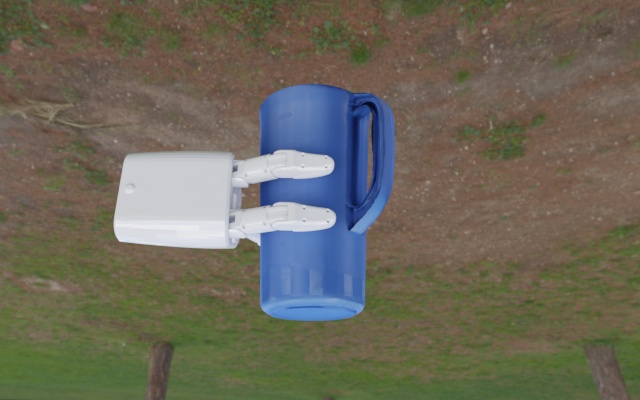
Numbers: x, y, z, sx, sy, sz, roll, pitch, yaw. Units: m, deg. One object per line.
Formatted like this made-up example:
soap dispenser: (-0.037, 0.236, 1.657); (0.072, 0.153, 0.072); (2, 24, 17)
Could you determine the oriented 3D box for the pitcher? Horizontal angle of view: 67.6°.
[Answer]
pitcher: (0.000, 0.002, 0.526); (0.145, 0.242, 0.149); (2, -22, -4)
